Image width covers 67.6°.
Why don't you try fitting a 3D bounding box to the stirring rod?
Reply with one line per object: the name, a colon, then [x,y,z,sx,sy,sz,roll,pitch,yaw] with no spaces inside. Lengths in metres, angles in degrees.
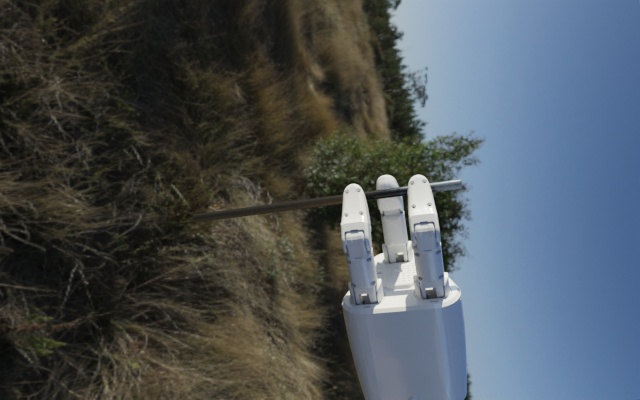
stirring rod: [0.000,0.001,0.421,0.239,0.011,0.011,-7,-2,11]
